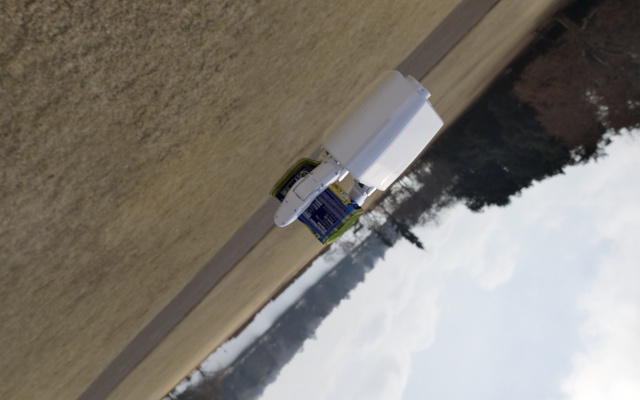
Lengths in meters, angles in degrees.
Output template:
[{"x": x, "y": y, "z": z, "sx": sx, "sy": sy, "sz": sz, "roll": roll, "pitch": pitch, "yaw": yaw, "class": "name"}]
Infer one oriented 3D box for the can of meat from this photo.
[{"x": 0.000, "y": 0.002, "z": 0.545, "sx": 0.084, "sy": 0.057, "sz": 0.102, "roll": 45, "pitch": 9, "yaw": 8, "class": "can of meat"}]
